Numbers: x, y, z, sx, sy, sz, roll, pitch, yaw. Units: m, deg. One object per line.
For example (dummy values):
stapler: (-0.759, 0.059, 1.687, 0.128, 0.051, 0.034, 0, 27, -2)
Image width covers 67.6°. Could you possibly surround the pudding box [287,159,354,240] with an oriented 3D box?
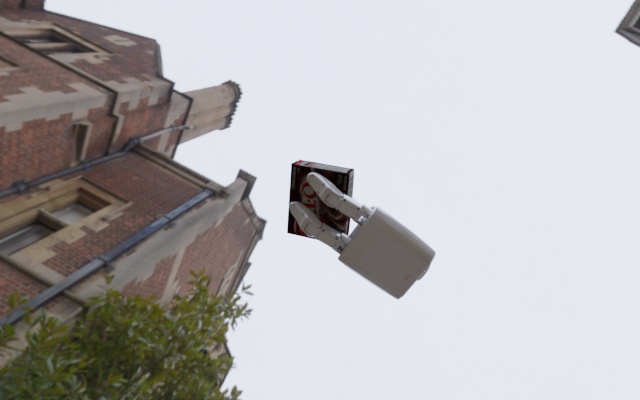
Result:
pudding box: (0.000, 0.002, 0.705, 0.090, 0.113, 0.039, 10, 18, 17)
